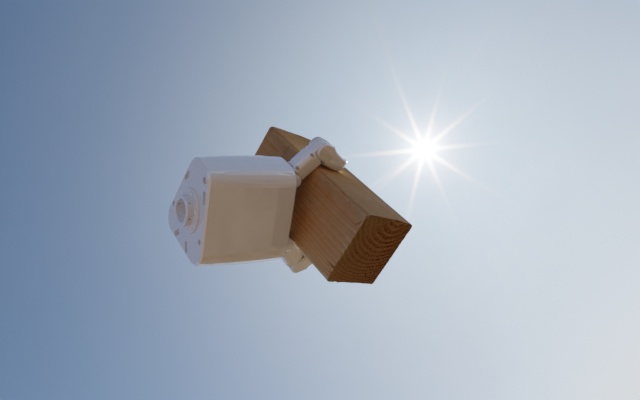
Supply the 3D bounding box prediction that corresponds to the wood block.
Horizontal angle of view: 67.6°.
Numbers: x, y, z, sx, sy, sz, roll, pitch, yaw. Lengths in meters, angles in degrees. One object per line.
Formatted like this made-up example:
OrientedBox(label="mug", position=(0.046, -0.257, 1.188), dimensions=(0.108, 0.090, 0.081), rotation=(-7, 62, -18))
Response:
OrientedBox(label="wood block", position=(0.000, 0.002, 0.594), dimensions=(0.090, 0.091, 0.206), rotation=(14, 24, -47))
